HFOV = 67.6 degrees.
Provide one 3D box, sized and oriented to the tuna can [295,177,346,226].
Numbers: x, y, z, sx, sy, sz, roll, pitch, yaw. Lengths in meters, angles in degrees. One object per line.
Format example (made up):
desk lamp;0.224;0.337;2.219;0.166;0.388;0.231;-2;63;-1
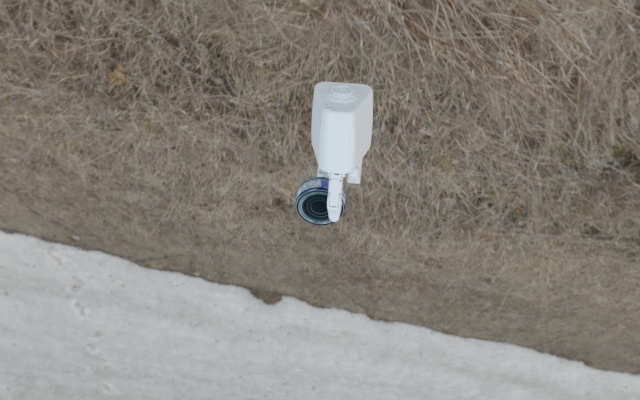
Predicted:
tuna can;0.000;0.003;0.820;0.086;0.086;0.033;0;41;6
